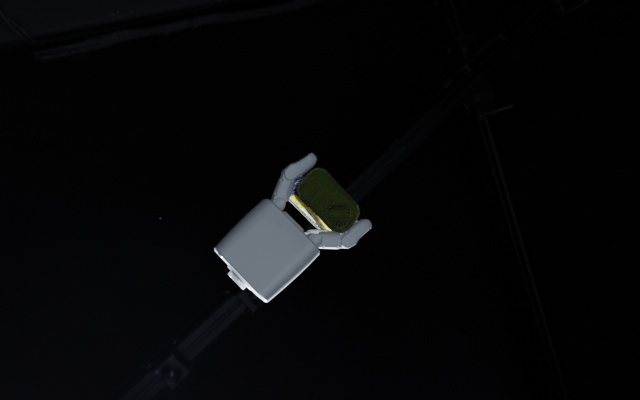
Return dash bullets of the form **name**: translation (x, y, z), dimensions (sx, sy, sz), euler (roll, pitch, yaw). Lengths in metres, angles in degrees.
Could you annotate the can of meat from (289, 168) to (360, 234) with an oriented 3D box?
- **can of meat**: translation (0.000, 0.002, 0.739), dimensions (0.102, 0.057, 0.084), euler (46, -15, -12)
